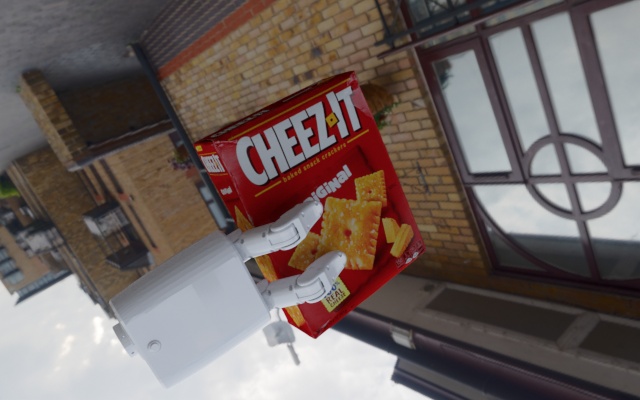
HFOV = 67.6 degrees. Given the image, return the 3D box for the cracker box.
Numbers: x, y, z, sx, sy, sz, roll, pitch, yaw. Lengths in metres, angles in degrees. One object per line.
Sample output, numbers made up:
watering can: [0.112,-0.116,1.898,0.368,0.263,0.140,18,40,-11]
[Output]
cracker box: [0.000,0.002,0.484,0.164,0.214,0.072,-32,18,-24]
